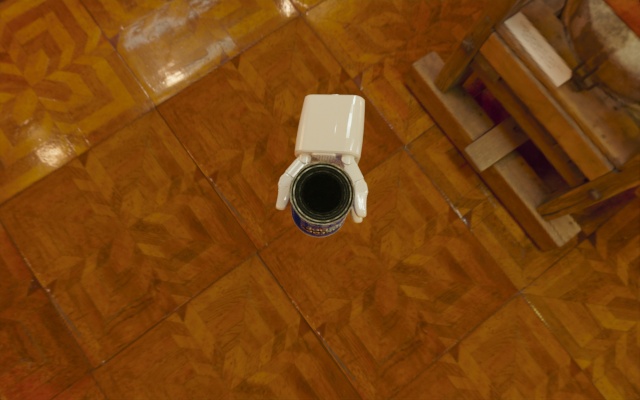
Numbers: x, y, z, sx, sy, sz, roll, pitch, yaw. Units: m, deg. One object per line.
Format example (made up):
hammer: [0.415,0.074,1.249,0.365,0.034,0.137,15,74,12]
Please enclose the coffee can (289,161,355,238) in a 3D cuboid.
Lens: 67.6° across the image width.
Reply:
coffee can: [0.000,0.003,0.806,0.103,0.102,0.140,0,-12,-2]
